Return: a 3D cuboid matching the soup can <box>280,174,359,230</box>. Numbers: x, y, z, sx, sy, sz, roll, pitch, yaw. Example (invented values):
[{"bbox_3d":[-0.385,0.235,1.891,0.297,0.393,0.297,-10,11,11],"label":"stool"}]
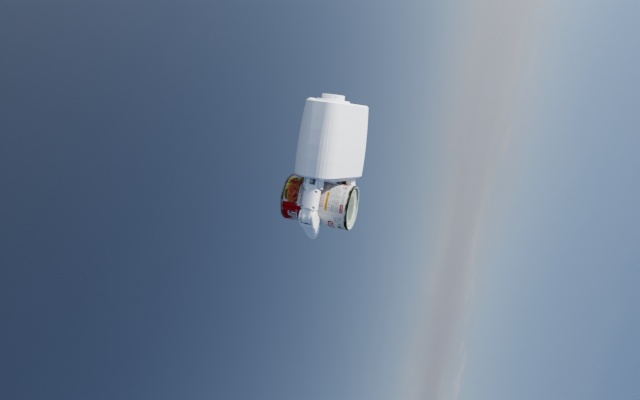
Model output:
[{"bbox_3d":[0.000,0.003,0.709,0.102,0.068,0.068,11,3,17],"label":"soup can"}]
